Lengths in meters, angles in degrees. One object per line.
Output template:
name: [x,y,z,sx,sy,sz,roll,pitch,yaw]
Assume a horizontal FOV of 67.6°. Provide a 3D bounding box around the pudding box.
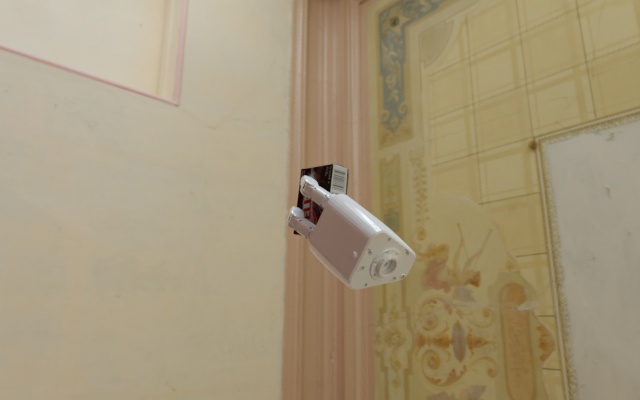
pudding box: [0.000,0.003,0.762,0.039,0.113,0.090,14,-11,-35]
